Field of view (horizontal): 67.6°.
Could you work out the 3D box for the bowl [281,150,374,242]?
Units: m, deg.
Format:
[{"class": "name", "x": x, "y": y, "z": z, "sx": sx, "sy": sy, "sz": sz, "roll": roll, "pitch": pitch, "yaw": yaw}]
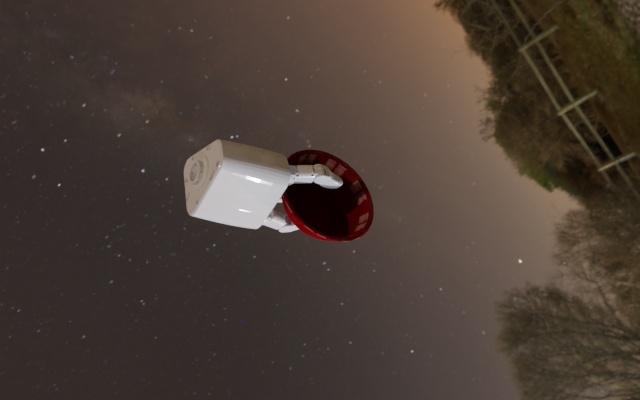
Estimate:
[{"class": "bowl", "x": 0.001, "y": 0.003, "z": 0.730, "sx": 0.162, "sy": 0.162, "sz": 0.055, "roll": 0, "pitch": -32, "yaw": -34}]
